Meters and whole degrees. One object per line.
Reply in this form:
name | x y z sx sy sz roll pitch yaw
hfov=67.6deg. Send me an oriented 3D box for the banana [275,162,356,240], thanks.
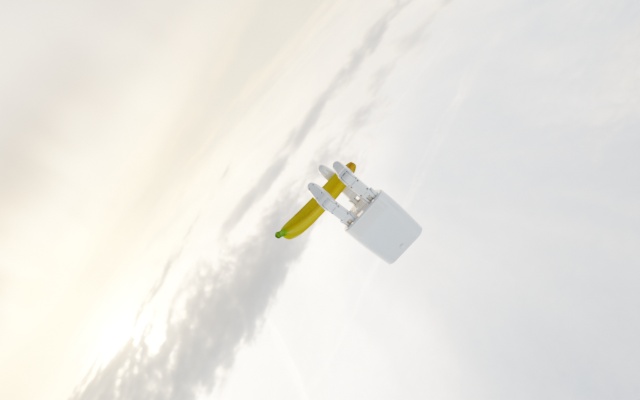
banana | -0.005 0.008 0.874 0.197 0.037 0.069 -45 0 -13
